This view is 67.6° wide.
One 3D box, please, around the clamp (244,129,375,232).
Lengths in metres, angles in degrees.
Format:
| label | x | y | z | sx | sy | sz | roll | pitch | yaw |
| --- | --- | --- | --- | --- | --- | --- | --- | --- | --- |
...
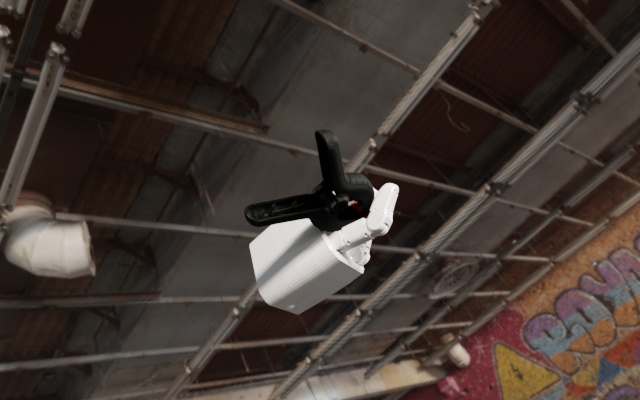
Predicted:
| label | x | y | z | sx | sy | sz | roll | pitch | yaw |
| --- | --- | --- | --- | --- | --- | --- | --- | --- | --- |
| clamp | 0.000 | 0.001 | 0.511 | 0.120 | 0.039 | 0.171 | -36 | -35 | 11 |
